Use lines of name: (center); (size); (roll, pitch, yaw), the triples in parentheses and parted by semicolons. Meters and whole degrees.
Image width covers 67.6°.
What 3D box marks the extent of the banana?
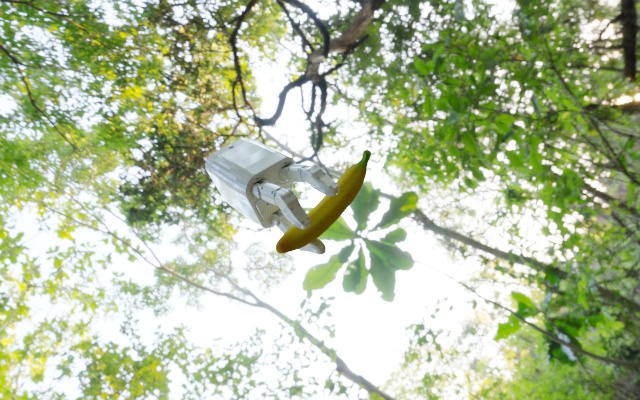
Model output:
banana: (0.007, 0.009, 0.697); (0.037, 0.197, 0.070); (32, -17, 30)
